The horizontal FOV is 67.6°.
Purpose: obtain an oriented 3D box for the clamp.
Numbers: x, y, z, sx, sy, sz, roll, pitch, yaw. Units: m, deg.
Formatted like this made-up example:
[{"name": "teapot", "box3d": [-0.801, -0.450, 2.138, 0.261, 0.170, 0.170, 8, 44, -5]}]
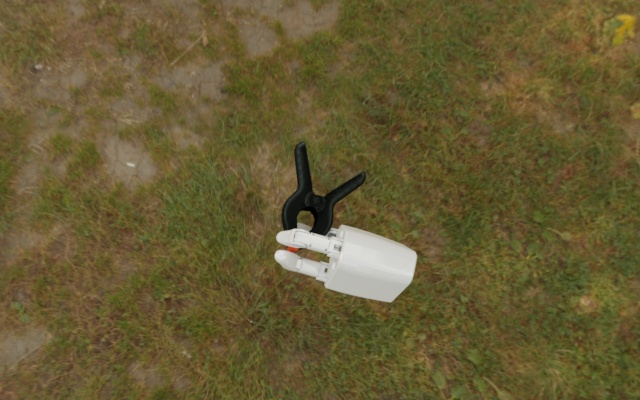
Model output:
[{"name": "clamp", "box3d": [0.000, 0.002, 0.728, 0.120, 0.171, 0.039, 16, -16, -3]}]
